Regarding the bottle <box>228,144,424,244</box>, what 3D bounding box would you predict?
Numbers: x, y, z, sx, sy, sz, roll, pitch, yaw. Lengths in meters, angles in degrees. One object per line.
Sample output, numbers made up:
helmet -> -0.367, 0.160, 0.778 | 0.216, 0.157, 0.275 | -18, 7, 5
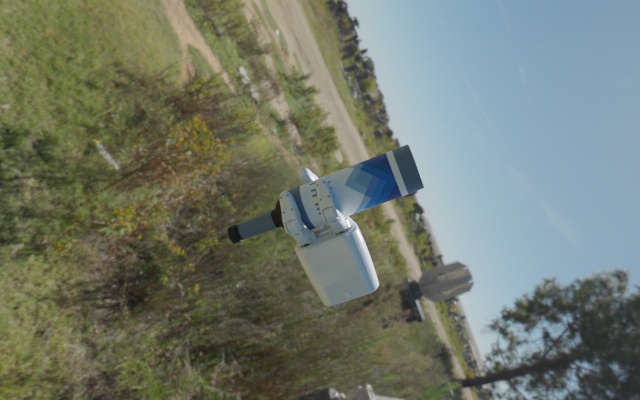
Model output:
bottle -> 0.000, 0.002, 0.702 | 0.296, 0.069, 0.069 | -21, -4, 10
